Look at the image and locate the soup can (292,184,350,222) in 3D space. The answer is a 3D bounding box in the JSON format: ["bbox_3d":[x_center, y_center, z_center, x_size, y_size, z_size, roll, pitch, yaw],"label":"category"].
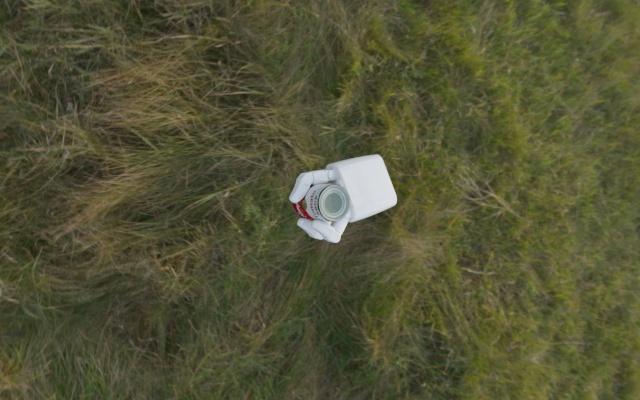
[{"bbox_3d":[0.000,0.003,0.870,0.068,0.068,0.102,0,2,-30],"label":"soup can"}]
